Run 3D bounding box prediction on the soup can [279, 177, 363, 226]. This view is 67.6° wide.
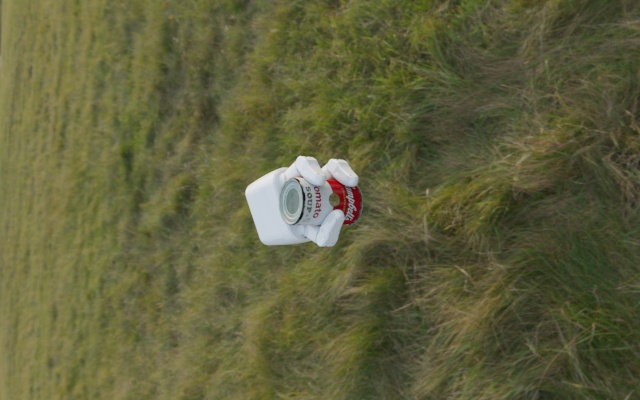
[{"bbox_3d":[0.000,0.002,0.681,0.102,0.068,0.068,2,-1,-34],"label":"soup can"}]
